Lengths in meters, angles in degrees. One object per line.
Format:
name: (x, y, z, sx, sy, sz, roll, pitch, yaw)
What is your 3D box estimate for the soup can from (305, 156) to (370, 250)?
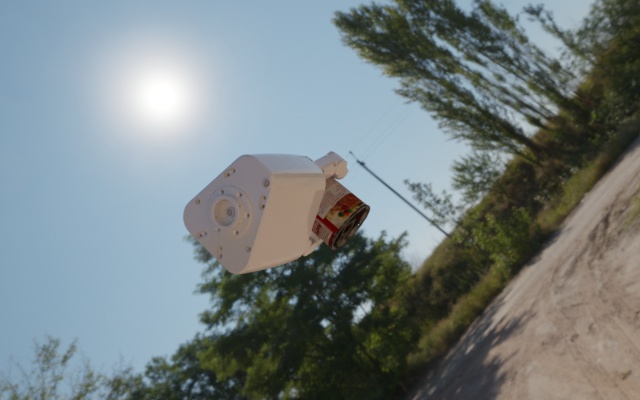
soup can: (0.000, 0.002, 0.580, 0.102, 0.068, 0.068, 40, 14, 18)
